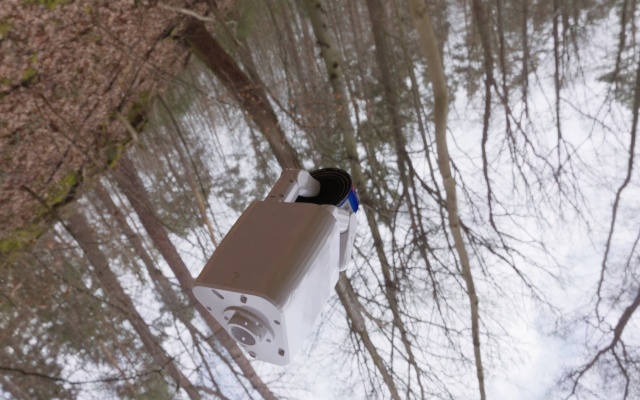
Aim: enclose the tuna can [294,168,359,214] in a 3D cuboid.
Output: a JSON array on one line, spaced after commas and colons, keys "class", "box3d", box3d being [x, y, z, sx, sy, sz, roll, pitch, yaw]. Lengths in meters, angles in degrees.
[{"class": "tuna can", "box3d": [0.000, 0.002, 0.548, 0.086, 0.034, 0.086, -16, 36, 12]}]
